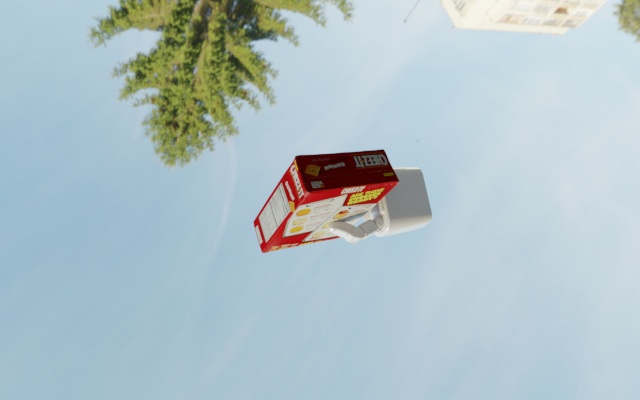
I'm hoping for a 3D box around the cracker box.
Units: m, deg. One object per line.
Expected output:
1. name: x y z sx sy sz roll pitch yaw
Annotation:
1. cracker box: 0.000 0.003 0.782 0.164 0.072 0.214 -8 -25 -30
